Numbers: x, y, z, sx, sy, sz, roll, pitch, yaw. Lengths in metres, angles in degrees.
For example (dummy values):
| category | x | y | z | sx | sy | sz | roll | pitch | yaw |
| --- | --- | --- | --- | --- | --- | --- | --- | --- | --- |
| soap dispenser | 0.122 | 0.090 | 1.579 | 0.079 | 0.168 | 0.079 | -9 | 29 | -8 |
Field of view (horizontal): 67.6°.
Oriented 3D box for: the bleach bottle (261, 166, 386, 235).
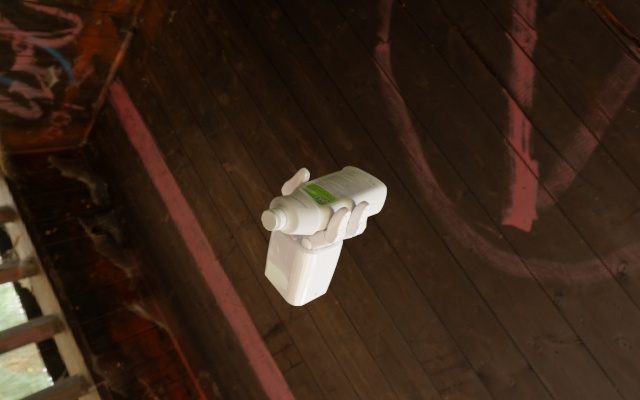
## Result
| category | x | y | z | sx | sy | sz | roll | pitch | yaw |
| --- | --- | --- | --- | --- | --- | --- | --- | --- | --- |
| bleach bottle | 0.000 | 0.002 | 0.758 | 0.102 | 0.068 | 0.251 | 29 | 27 | 31 |
